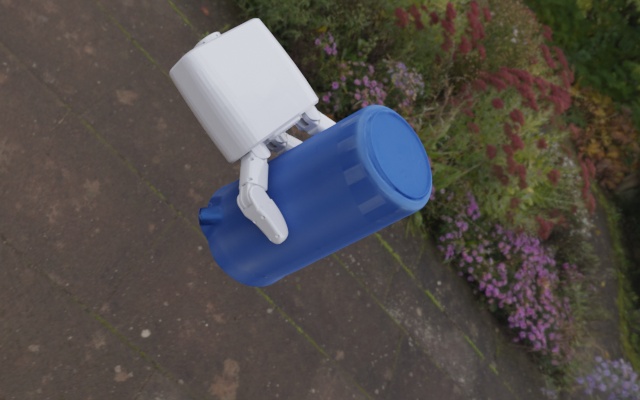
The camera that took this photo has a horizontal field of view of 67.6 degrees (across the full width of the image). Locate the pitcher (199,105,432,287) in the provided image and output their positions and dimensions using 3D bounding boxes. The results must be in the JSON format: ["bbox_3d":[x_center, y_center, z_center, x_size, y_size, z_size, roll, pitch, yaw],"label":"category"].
[{"bbox_3d":[0.000,0.002,0.519,0.243,0.145,0.149,-27,12,40],"label":"pitcher"}]
